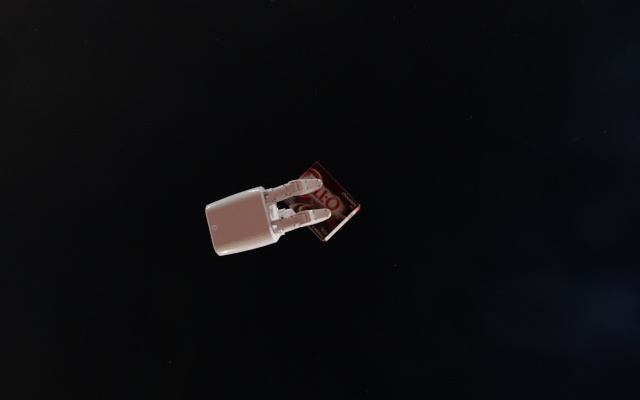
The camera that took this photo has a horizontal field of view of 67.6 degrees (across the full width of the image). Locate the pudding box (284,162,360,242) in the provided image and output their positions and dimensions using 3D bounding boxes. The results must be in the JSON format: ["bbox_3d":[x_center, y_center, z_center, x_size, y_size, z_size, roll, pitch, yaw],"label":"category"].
[{"bbox_3d":[0.000,0.003,0.841,0.090,0.113,0.039,-44,-10,-1],"label":"pudding box"}]
